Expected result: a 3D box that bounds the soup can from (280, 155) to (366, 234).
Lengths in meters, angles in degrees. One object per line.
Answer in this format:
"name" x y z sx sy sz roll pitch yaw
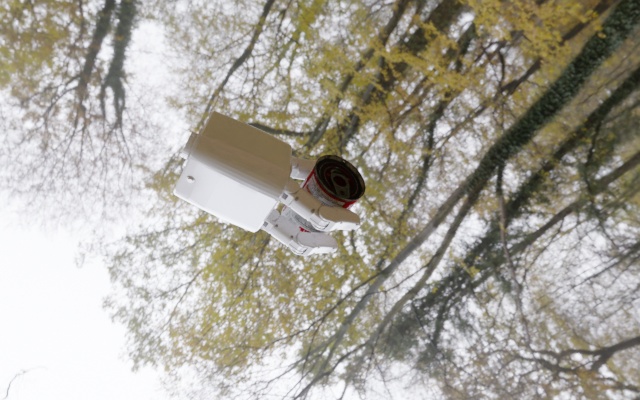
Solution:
"soup can" 0.000 0.002 0.592 0.068 0.068 0.102 0 -36 -36
